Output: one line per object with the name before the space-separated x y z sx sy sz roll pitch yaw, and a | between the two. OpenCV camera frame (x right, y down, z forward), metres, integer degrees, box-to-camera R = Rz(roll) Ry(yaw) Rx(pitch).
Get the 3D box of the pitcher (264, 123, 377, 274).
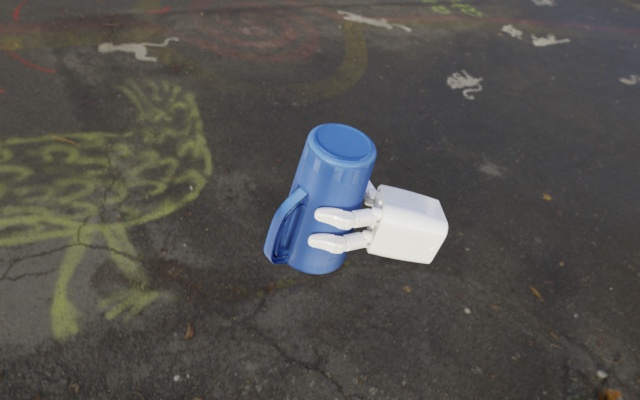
pitcher | 0.000 0.003 0.782 0.145 0.243 0.149 13 41 -4
